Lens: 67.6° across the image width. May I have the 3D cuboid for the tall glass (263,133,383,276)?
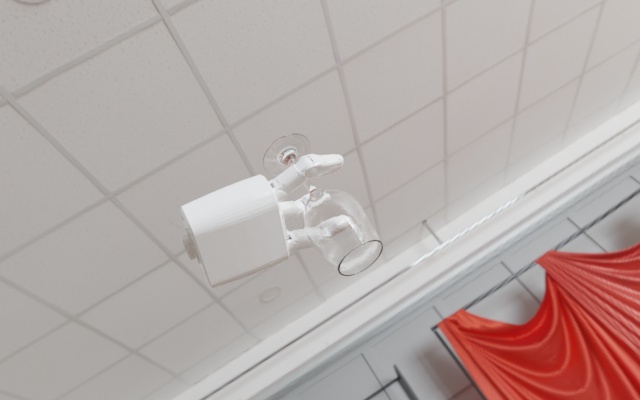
[{"bbox_3d":[0.000,0.001,0.614,0.079,0.079,0.201,0,41,-40],"label":"tall glass"}]
